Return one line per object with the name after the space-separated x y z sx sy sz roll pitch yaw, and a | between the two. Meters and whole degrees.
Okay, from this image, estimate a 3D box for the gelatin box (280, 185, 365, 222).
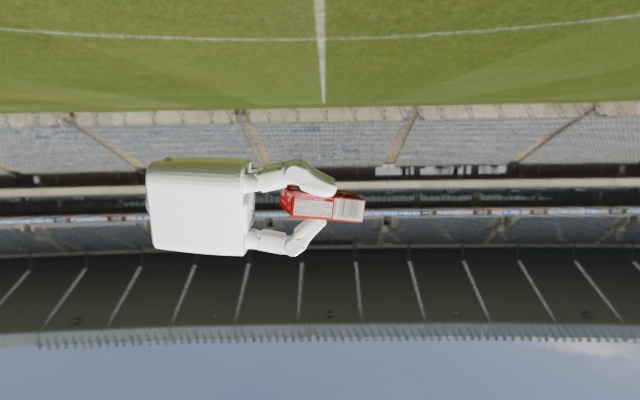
0.000 0.002 0.572 0.089 0.030 0.073 5 8 -15 | gelatin box
